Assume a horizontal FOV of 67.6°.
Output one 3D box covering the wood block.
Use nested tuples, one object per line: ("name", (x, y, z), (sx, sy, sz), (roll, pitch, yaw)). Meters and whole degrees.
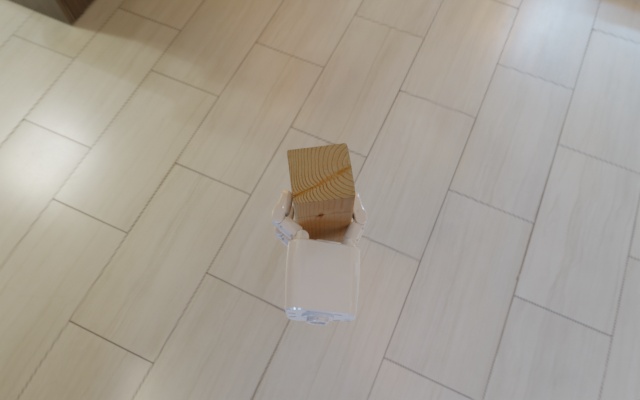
("wood block", (0.000, 0.003, 0.772), (0.091, 0.090, 0.206), (-7, -24, -4))
